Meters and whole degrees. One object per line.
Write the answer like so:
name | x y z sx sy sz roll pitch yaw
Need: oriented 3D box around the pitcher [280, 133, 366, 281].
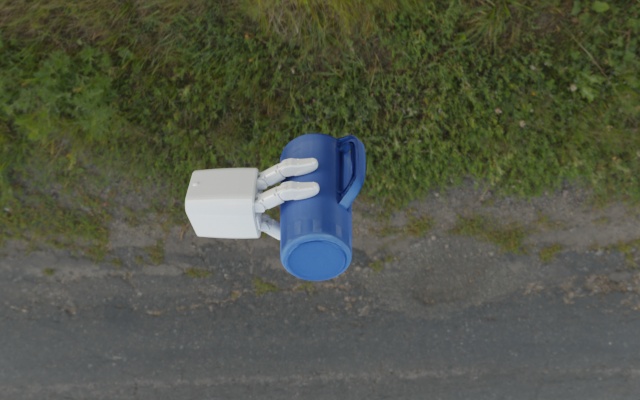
pitcher | 0.000 0.003 0.789 0.145 0.149 0.242 1 43 -2
